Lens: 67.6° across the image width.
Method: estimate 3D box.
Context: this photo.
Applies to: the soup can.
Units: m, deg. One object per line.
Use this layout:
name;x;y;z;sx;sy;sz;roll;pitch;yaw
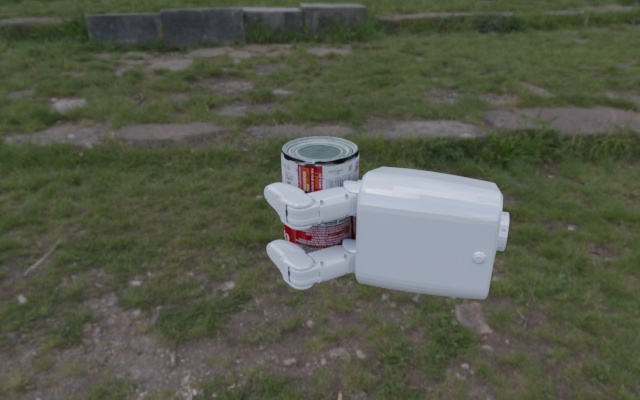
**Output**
soup can;0.000;0.001;0.424;0.068;0.102;0.068;0;25;0
